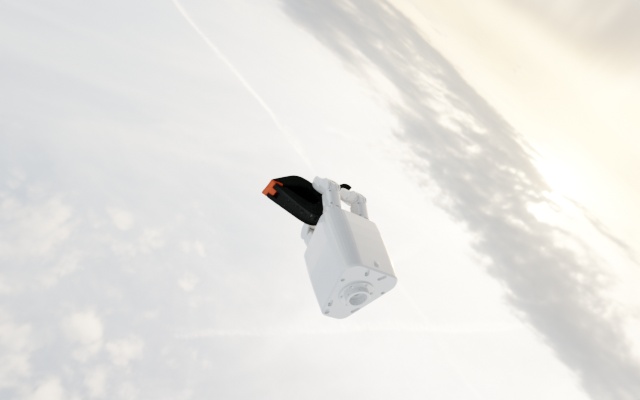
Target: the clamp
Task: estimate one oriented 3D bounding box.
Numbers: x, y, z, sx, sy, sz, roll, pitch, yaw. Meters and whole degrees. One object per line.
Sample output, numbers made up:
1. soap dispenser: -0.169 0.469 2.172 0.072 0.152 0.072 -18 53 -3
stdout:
1. clamp: -0.001 0.003 0.752 0.210 0.036 0.164 24 29 -32
